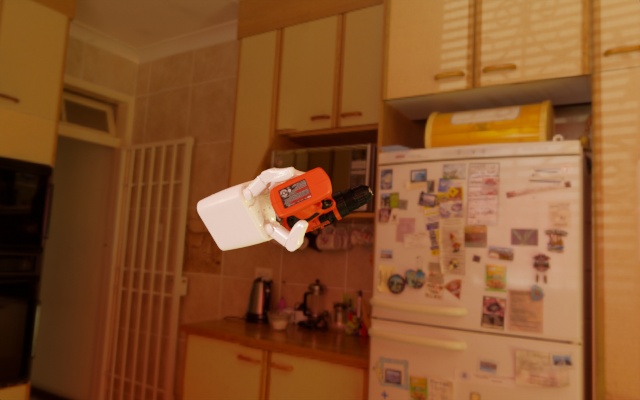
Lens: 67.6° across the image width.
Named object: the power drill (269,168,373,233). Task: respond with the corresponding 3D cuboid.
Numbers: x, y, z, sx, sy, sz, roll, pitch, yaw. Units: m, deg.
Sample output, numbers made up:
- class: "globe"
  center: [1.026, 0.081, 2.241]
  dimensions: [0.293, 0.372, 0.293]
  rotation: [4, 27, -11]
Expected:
- class: "power drill"
  center: [0.000, 0.003, 0.861]
  dimensions: [0.184, 0.057, 0.188]
  rotation: [-26, -20, 5]
